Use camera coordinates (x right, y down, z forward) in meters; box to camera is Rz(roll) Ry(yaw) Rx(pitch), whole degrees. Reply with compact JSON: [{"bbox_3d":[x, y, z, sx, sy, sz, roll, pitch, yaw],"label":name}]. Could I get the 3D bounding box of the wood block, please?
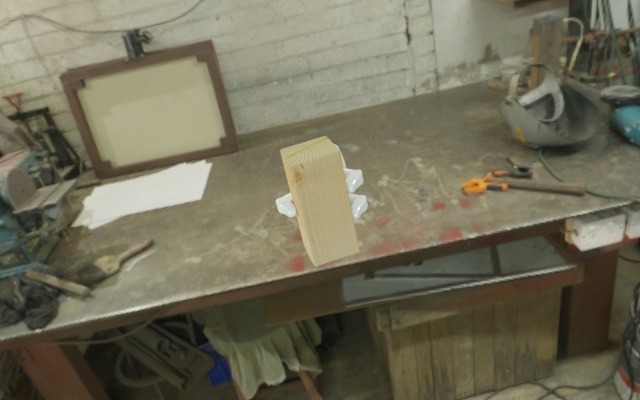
[{"bbox_3d":[0.000,0.003,0.867,0.091,0.206,0.090,-18,29,-9],"label":"wood block"}]
